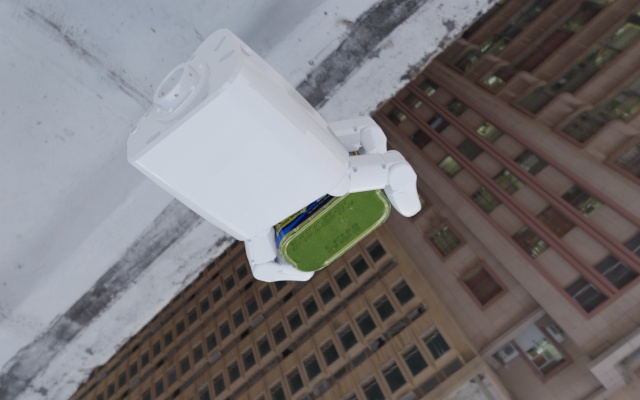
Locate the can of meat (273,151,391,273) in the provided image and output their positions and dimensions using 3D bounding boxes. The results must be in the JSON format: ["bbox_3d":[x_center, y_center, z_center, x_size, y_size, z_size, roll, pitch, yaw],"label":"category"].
[{"bbox_3d":[0.000,0.002,0.413,0.057,0.102,0.084,45,10,-38],"label":"can of meat"}]
